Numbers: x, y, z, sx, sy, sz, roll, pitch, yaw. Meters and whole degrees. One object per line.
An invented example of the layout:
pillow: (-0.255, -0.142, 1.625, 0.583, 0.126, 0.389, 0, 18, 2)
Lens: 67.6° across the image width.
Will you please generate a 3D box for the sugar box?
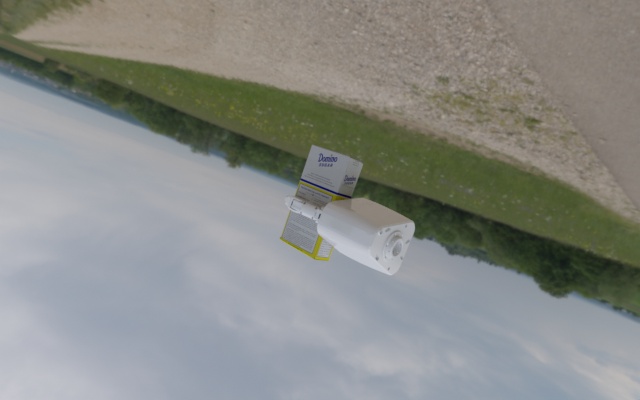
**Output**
sugar box: (0.001, 0.003, 0.803, 0.093, 0.176, 0.048, 24, 4, 41)
